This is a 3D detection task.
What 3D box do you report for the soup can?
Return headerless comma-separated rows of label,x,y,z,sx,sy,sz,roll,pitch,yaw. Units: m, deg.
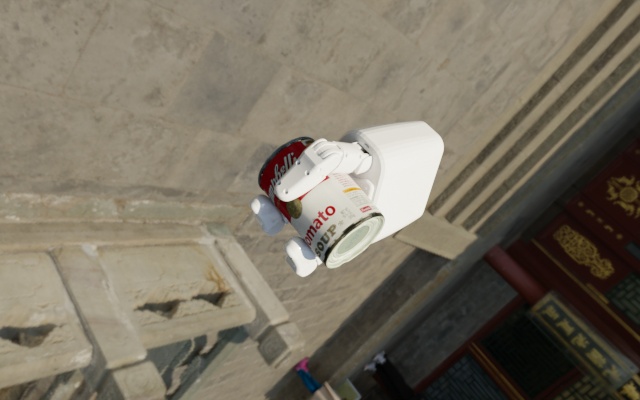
soup can,0.000,0.002,0.426,0.102,0.068,0.068,49,25,24
